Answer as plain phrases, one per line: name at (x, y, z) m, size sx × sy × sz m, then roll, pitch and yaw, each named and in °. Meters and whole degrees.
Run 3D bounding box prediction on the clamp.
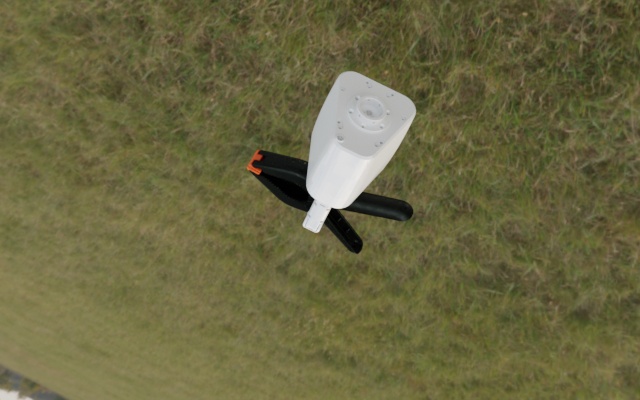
clamp at (-0.001, 0.002, 0.637) m, size 0.210 × 0.036 × 0.165 m, roll 26°, pitch -30°, yaw -1°
